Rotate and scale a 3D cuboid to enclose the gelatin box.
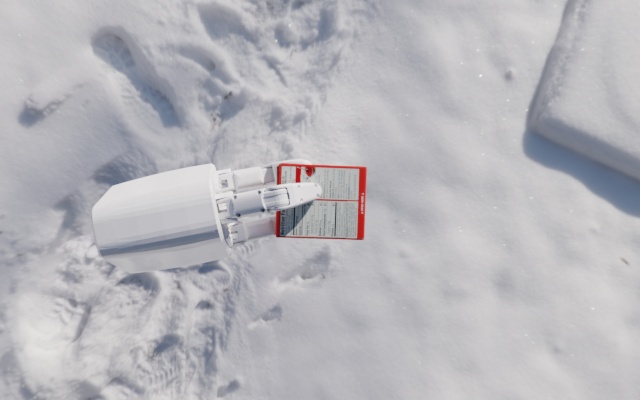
[{"bbox_3d":[0.000,0.002,0.476,0.089,0.073,0.030,2,-1,-3],"label":"gelatin box"}]
